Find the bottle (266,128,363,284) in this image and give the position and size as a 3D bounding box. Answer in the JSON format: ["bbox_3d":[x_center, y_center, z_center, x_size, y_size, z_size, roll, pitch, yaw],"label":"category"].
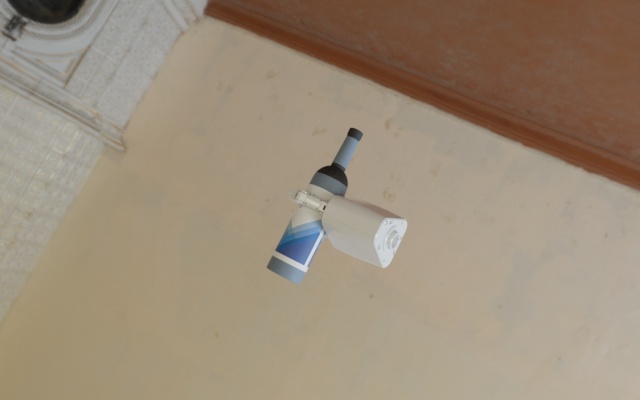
[{"bbox_3d":[0.000,0.003,0.858,0.069,0.295,0.069,27,-7,4],"label":"bottle"}]
